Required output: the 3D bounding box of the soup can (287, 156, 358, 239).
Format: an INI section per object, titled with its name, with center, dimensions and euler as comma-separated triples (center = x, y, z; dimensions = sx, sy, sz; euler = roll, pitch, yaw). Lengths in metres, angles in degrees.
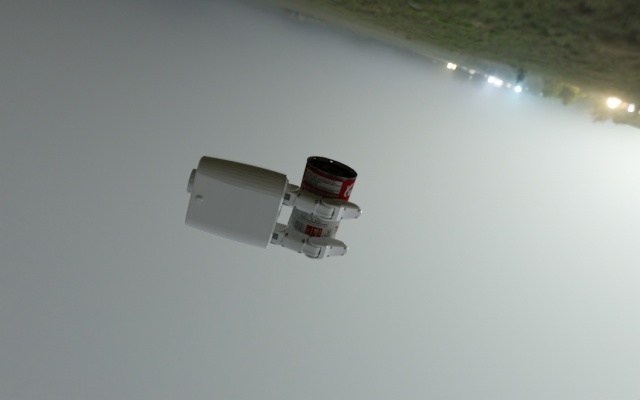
[soup can]
center = 0.000, 0.002, 0.623
dimensions = 0.068, 0.102, 0.068
euler = 16, 20, -6
